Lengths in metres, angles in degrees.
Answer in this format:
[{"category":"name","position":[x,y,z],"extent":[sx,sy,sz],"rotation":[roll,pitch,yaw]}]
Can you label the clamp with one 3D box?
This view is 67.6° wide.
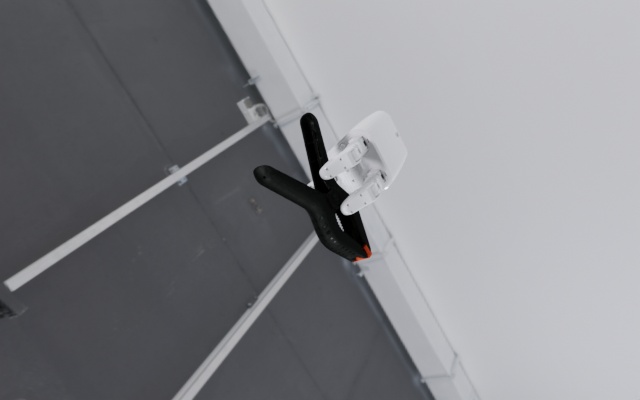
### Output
[{"category":"clamp","position":[0.000,0.003,0.622],"extent":[0.036,0.210,0.164],"rotation":[-20,16,34]}]
